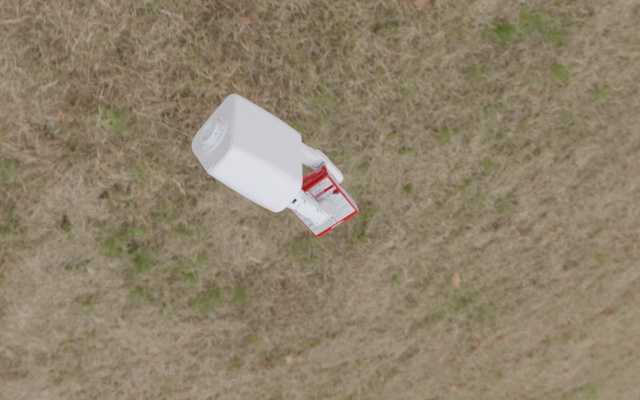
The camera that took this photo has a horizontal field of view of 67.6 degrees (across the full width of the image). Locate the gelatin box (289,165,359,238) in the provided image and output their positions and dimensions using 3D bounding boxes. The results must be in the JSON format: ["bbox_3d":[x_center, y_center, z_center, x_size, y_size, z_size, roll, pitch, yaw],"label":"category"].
[{"bbox_3d":[0.000,0.003,0.674,0.073,0.030,0.089,-33,-52,11],"label":"gelatin box"}]
